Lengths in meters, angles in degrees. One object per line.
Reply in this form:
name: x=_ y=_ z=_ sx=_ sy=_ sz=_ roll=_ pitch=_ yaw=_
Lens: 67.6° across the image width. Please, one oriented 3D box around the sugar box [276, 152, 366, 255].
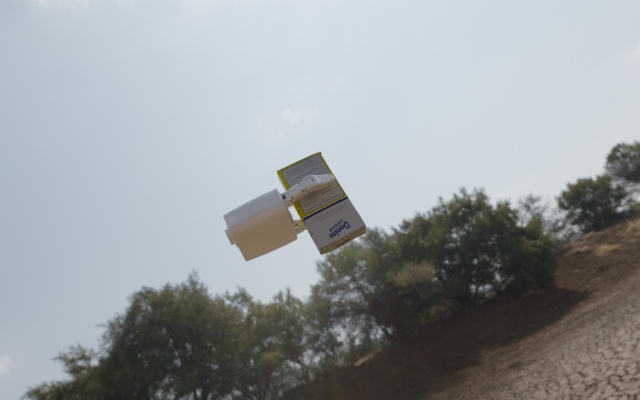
sugar box: x=0.000 y=0.003 z=0.865 sx=0.093 sy=0.176 sz=0.048 roll=-26 pitch=-22 yaw=-8
